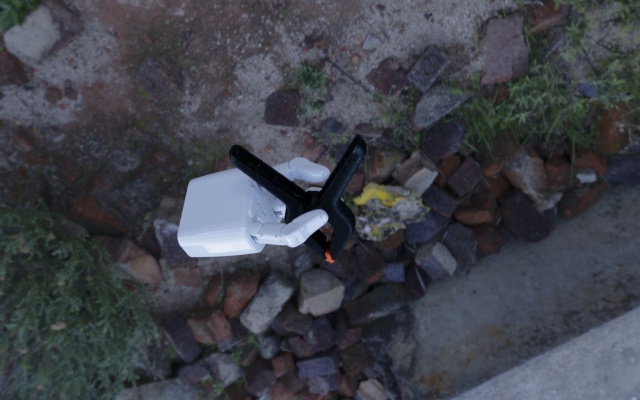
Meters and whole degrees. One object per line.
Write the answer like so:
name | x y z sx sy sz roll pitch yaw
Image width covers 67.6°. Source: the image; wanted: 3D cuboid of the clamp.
clamp | 0.000 0.003 0.600 0.164 0.036 0.210 -7 -47 23
